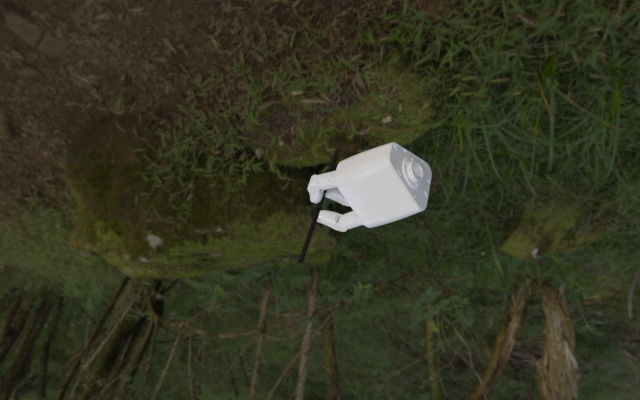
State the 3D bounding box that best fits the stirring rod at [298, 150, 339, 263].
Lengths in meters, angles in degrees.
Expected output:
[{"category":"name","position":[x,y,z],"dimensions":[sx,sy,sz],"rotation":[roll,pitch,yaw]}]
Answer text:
[{"category":"stirring rod","position":[0.000,0.003,0.818],"dimensions":[0.011,0.239,0.011],"rotation":[12,-35,9]}]
